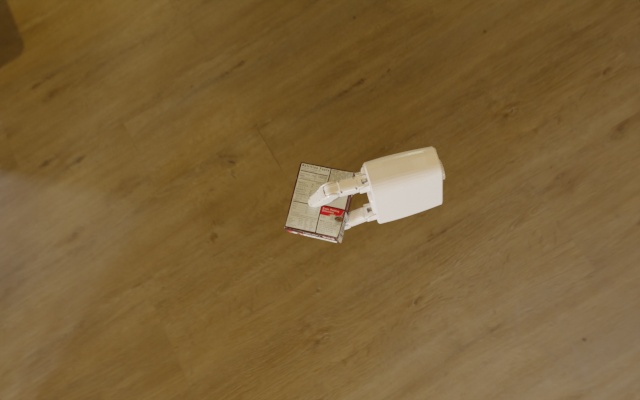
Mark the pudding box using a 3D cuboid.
[{"bbox_3d":[0.000,0.002,0.749,0.090,0.113,0.039,12,-13,11],"label":"pudding box"}]
